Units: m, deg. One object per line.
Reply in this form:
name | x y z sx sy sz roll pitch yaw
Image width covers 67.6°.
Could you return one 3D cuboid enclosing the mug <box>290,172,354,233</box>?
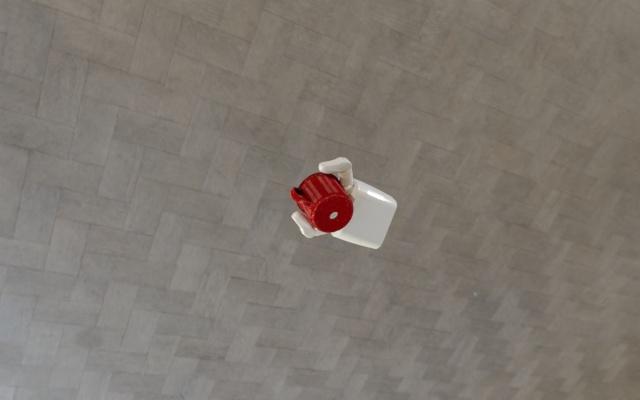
mug | -0.001 0.002 0.865 0.117 0.093 0.081 19 19 -28
